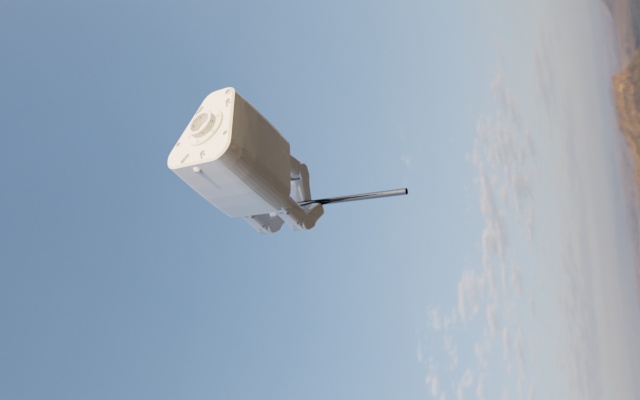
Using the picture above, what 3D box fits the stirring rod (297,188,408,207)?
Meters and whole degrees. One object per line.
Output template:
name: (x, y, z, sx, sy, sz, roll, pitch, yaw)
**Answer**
stirring rod: (0.000, 0.002, 0.621, 0.239, 0.011, 0.011, -7, -4, 33)
